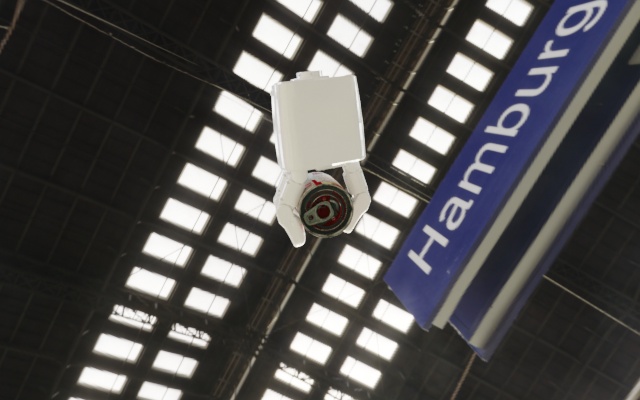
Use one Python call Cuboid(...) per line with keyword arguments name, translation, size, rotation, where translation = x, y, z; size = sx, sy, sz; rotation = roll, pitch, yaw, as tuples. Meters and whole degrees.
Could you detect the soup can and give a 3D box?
Cuboid(name="soup can", translation=(0.000, 0.002, 0.630), size=(0.068, 0.068, 0.102), rotation=(0, 13, -9))
